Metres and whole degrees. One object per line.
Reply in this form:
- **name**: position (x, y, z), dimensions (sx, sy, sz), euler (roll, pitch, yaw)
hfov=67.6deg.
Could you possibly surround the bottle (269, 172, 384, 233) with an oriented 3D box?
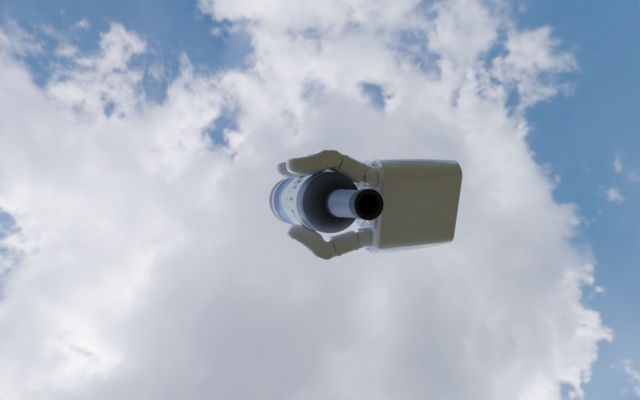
- **bottle**: position (0.000, 0.002, 0.548), dimensions (0.069, 0.069, 0.295), euler (0, 1, -16)
